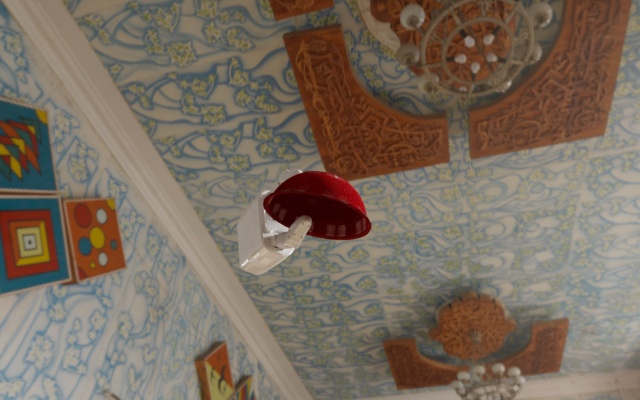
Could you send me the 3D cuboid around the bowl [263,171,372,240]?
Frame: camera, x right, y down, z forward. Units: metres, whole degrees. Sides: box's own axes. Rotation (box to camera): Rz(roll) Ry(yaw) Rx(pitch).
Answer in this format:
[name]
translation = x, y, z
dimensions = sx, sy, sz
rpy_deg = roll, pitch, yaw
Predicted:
[bowl]
translation = 0.001, 0.002, 0.703
dimensions = 0.162, 0.055, 0.162
rpy_deg = 12, -24, 5
